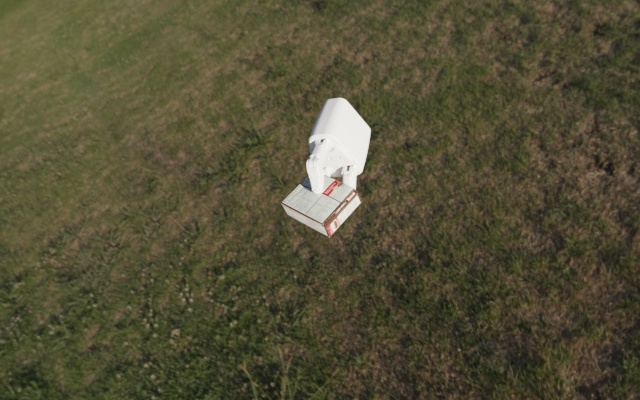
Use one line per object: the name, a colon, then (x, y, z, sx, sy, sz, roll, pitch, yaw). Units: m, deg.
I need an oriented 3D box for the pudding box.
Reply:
pudding box: (0.000, 0.003, 0.826, 0.113, 0.090, 0.039, 25, -25, 42)
